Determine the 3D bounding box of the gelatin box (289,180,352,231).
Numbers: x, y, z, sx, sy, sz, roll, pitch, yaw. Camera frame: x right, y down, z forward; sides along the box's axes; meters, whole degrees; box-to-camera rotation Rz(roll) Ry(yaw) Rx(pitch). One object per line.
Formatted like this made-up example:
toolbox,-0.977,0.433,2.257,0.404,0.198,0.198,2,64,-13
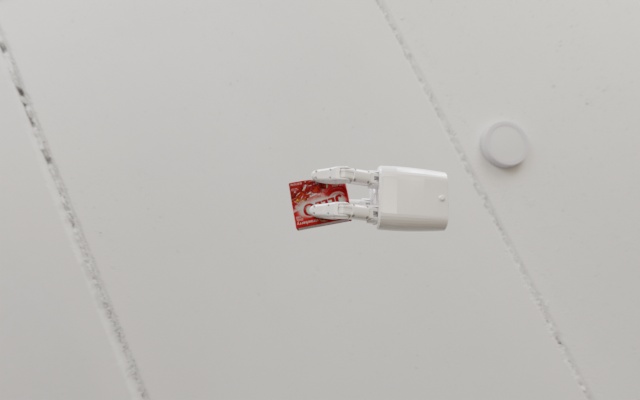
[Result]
gelatin box,0.000,0.003,0.741,0.089,0.073,0.030,-10,-12,0
